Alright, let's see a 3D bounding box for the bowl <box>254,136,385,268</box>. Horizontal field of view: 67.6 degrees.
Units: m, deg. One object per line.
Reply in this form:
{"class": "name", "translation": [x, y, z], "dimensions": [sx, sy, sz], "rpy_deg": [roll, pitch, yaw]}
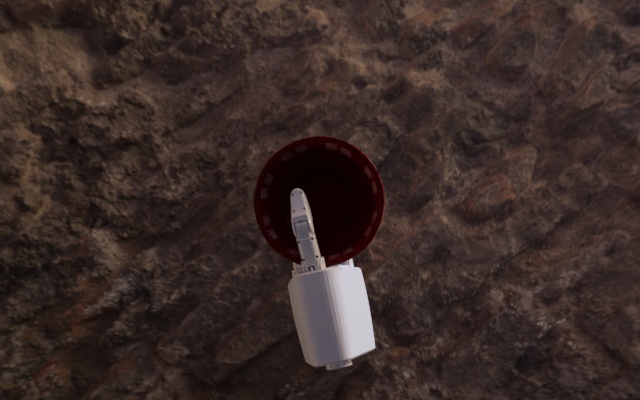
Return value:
{"class": "bowl", "translation": [0.000, 0.001, 0.609], "dimensions": [0.162, 0.162, 0.055], "rpy_deg": [0, -1, 7]}
